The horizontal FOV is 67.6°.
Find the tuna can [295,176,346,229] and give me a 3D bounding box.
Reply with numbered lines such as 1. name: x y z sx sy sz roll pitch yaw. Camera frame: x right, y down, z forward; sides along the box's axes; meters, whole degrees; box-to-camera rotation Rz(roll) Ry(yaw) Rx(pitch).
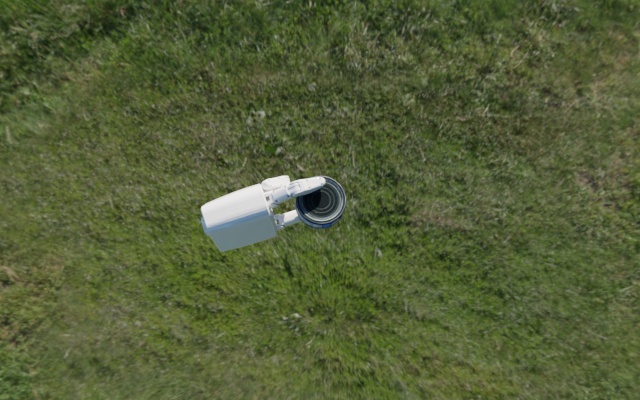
1. tuna can: 0.000 0.002 0.804 0.086 0.086 0.034 0 -16 -4
